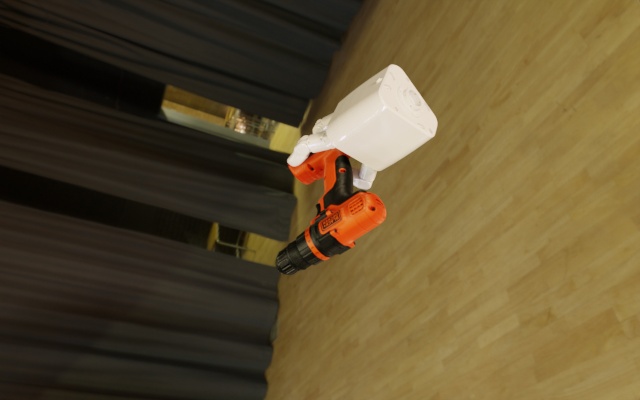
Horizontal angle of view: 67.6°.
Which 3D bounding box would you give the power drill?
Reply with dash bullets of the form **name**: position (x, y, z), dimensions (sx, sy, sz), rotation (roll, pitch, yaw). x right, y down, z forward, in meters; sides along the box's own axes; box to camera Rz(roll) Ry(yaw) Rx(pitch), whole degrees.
- **power drill**: position (0.000, 0.002, 0.706), dimensions (0.184, 0.187, 0.057), rotation (-33, -44, 23)
